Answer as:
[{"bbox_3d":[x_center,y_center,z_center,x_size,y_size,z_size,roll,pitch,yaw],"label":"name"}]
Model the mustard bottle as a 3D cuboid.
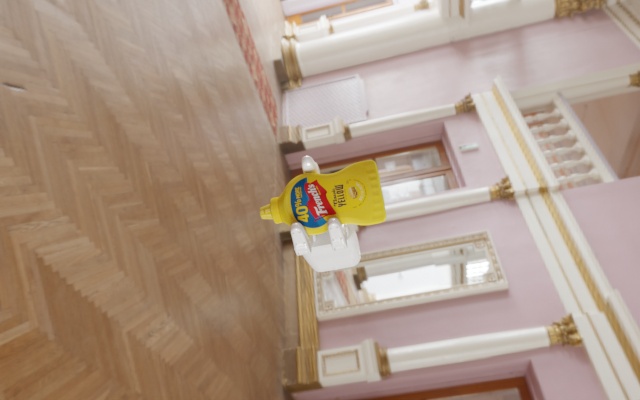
[{"bbox_3d":[0.000,0.002,0.738,0.191,0.096,0.058,-11,-9,7],"label":"mustard bottle"}]
